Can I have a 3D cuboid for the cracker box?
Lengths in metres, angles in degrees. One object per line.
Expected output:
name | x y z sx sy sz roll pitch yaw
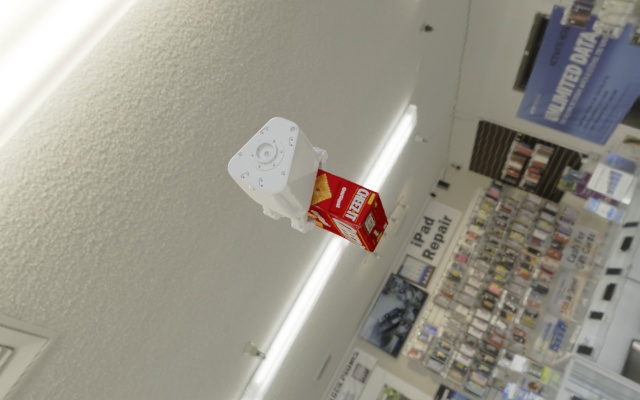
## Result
cracker box | 0.000 0.002 0.822 0.213 0.072 0.164 24 -12 21
